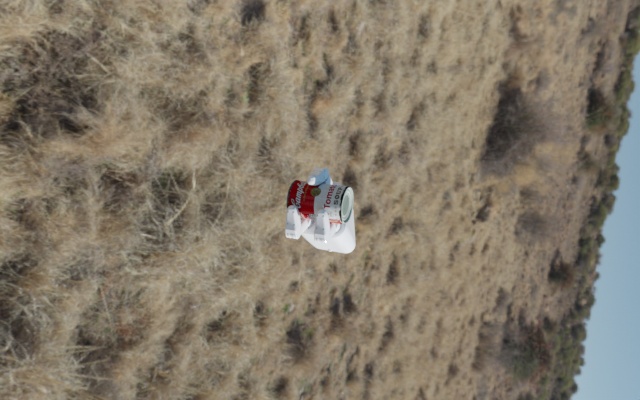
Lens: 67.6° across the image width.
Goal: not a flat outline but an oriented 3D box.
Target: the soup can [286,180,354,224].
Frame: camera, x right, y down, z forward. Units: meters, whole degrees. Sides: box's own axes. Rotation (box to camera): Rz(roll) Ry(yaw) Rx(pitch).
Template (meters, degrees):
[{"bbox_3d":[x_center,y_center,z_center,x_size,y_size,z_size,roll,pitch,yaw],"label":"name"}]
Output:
[{"bbox_3d":[0.000,0.002,0.841,0.102,0.068,0.068,8,3,21],"label":"soup can"}]
